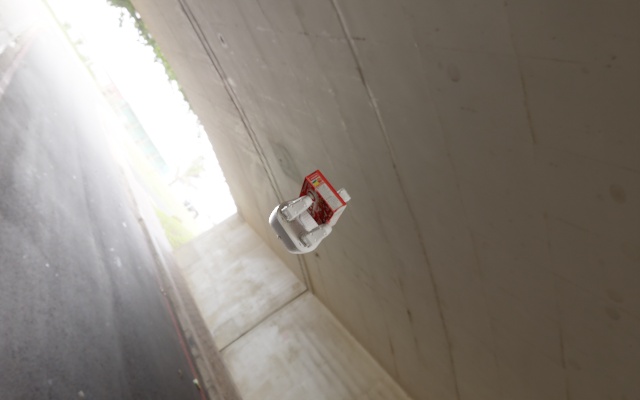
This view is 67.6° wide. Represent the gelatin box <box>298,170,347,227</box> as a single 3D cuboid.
[{"bbox_3d":[0.001,0.002,0.764,0.030,0.073,0.089,-33,-13,-22],"label":"gelatin box"}]
